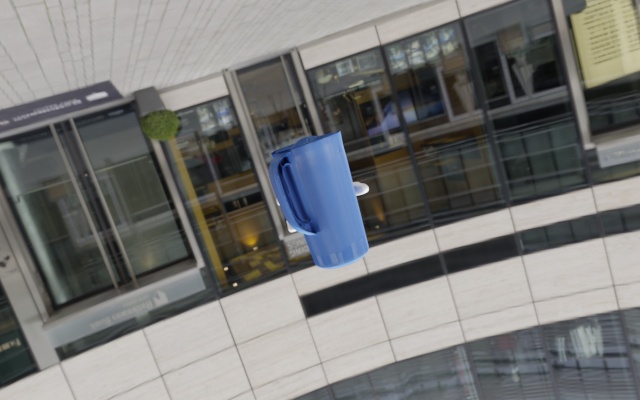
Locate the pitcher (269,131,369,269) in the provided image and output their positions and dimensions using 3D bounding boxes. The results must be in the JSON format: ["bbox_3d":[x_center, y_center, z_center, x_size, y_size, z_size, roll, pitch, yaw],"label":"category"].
[{"bbox_3d":[0.000,0.003,0.887,0.149,0.243,0.145,-19,10,-4],"label":"pitcher"}]
